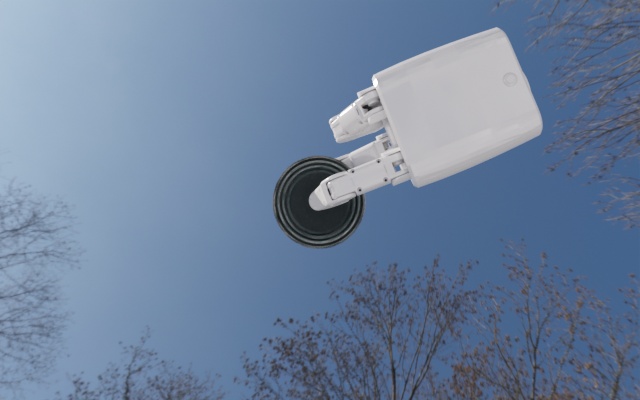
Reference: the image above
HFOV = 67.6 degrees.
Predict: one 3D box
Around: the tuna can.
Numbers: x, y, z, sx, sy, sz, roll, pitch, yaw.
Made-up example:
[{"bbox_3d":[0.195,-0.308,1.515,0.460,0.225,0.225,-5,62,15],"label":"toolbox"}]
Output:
[{"bbox_3d":[0.000,0.001,0.453,0.086,0.086,0.034,0,0,8],"label":"tuna can"}]
